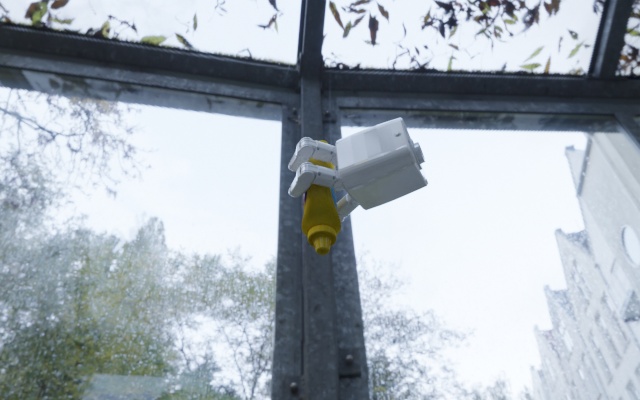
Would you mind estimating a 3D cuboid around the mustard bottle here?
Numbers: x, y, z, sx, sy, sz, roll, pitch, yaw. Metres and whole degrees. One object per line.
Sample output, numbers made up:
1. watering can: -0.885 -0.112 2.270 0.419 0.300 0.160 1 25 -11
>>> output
1. mustard bottle: 0.000 0.002 0.729 0.058 0.191 0.096 -3 -44 -1
